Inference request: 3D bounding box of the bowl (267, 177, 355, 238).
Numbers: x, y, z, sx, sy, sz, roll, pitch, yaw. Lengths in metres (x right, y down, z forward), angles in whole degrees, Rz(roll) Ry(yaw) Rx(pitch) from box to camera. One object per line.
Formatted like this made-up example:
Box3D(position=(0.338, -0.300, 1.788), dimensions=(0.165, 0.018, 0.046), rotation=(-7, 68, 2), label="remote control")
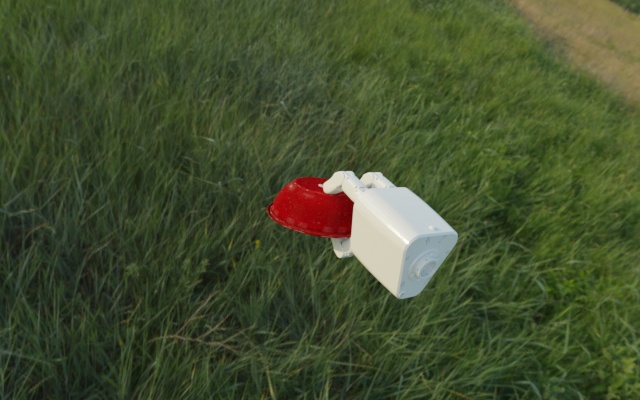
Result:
Box3D(position=(-0.001, 0.002, 0.746), dimensions=(0.162, 0.055, 0.162), rotation=(10, 17, -3), label="bowl")
